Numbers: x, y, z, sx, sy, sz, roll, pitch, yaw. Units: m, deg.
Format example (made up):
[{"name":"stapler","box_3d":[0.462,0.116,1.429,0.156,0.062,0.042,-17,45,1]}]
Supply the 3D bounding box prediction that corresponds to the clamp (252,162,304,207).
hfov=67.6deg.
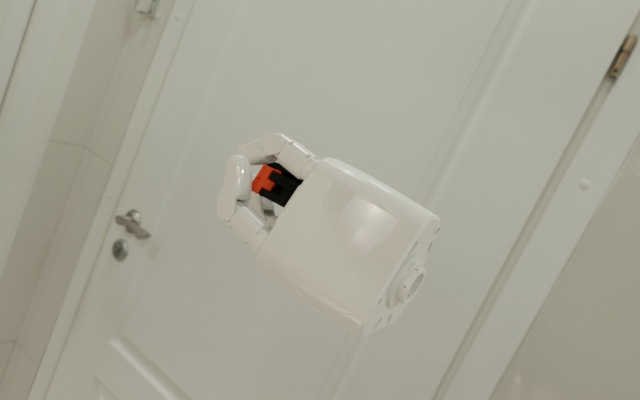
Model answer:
[{"name":"clamp","box_3d":[0.000,0.001,0.493,0.120,0.039,0.171,31,11,27]}]
